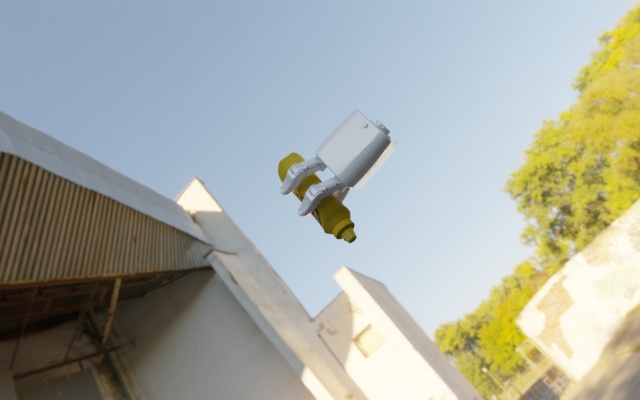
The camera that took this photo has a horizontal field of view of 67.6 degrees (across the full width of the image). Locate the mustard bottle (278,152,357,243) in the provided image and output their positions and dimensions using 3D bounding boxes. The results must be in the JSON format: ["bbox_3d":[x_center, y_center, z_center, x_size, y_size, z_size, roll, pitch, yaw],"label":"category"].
[{"bbox_3d":[0.000,0.003,0.851,0.058,0.191,0.096,-36,-28,-11],"label":"mustard bottle"}]
